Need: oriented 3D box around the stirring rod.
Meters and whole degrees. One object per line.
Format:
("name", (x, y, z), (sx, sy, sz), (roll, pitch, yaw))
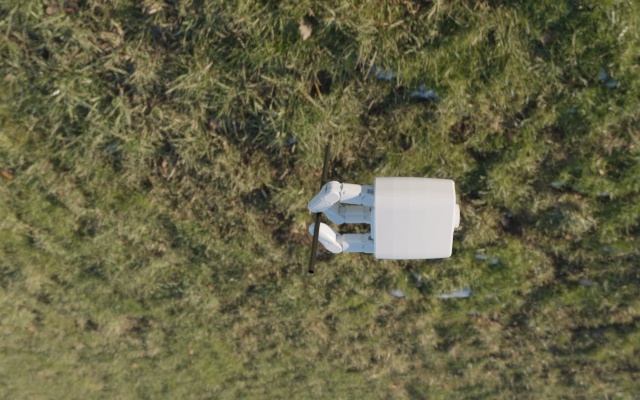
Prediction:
("stirring rod", (0.000, 0.002, 0.689), (0.011, 0.239, 0.011), (4, -42, 4))
